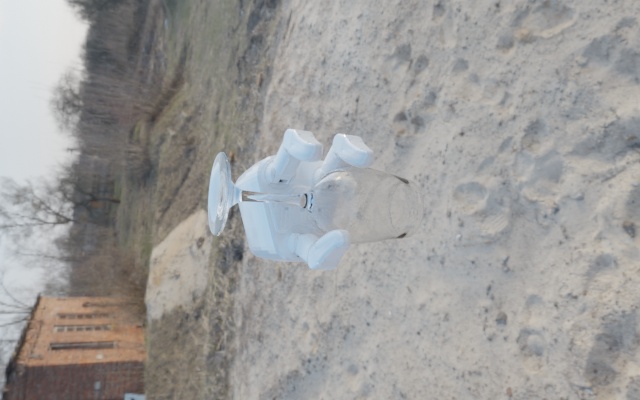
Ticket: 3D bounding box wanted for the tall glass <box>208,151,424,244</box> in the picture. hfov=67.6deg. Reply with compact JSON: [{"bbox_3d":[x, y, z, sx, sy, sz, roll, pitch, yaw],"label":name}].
[{"bbox_3d":[0.000,0.001,0.458,0.201,0.079,0.079,5,-2,-25],"label":"tall glass"}]
